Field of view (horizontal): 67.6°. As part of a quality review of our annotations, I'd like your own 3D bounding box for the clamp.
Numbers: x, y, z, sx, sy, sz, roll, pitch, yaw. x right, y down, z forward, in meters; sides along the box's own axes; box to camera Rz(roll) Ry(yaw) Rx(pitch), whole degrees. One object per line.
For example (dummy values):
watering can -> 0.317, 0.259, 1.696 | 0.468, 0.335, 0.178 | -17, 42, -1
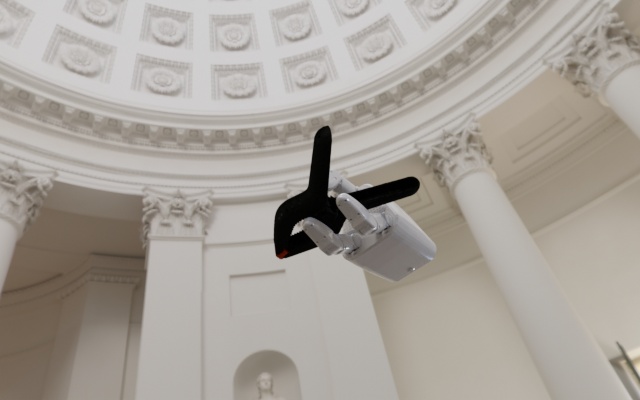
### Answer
clamp -> 0.000, 0.002, 0.608 | 0.210, 0.036, 0.165 | -38, -50, 25
